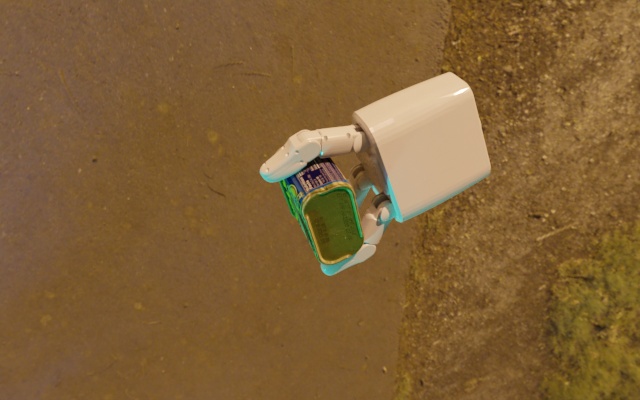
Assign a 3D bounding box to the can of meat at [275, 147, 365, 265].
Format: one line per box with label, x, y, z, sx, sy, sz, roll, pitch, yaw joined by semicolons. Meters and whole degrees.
can of meat;0.000;0.002;0.473;0.057;0.102;0.084;-24;42;-7
